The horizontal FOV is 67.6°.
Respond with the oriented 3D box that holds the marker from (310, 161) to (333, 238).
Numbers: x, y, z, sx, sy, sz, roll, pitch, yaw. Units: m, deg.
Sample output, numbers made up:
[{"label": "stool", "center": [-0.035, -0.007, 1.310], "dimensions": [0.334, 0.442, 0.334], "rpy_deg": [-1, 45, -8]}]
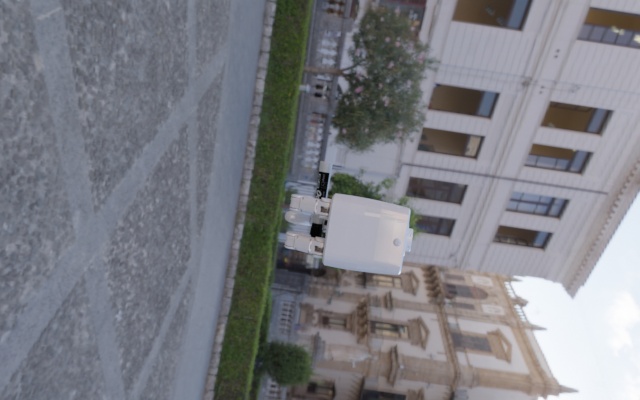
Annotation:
[{"label": "marker", "center": [0.000, 0.002, 0.714], "dimensions": [0.020, 0.121, 0.020], "rpy_deg": [9, 4, -1]}]
